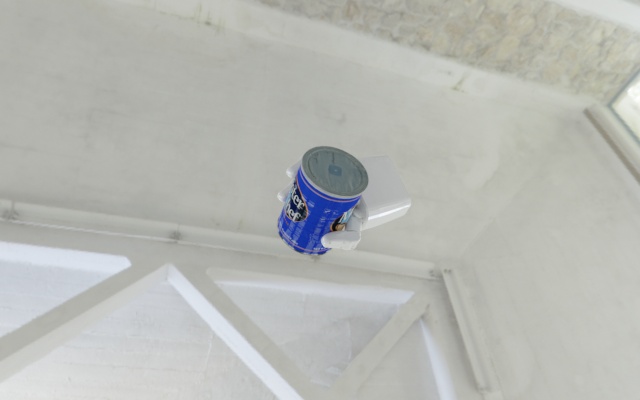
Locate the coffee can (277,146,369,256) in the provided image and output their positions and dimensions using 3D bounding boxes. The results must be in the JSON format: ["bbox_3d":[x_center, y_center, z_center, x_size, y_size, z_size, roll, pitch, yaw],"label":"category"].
[{"bbox_3d":[0.000,0.002,0.732,0.103,0.102,0.140,0,-42,-25],"label":"coffee can"}]
